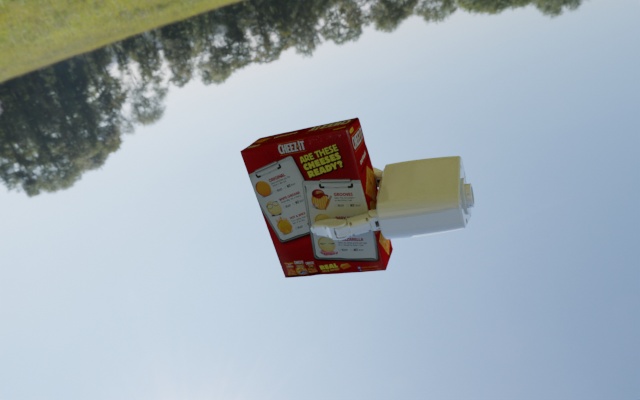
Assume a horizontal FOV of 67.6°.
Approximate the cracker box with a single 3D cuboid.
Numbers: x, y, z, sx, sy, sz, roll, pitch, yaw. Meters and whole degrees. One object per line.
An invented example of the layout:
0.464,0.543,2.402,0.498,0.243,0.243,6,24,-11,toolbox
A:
0.000,0.003,0.694,0.164,0.214,0.072,-8,22,23,cracker box
